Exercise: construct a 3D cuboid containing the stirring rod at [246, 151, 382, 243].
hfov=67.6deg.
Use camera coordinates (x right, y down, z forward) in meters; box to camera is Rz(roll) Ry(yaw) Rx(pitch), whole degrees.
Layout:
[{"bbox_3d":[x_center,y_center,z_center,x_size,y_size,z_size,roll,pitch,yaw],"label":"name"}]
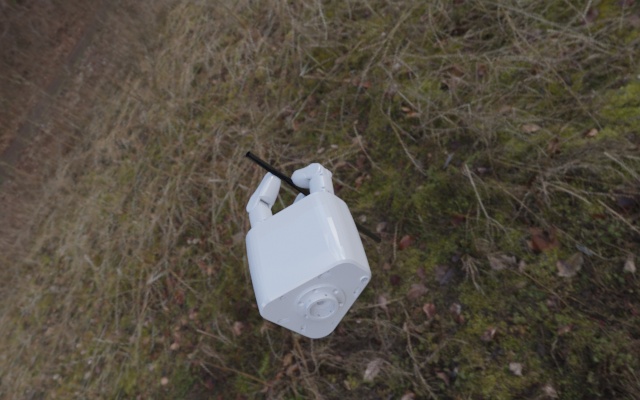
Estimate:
[{"bbox_3d":[0.000,0.002,0.616,0.240,0.011,0.011,33,-20,-33],"label":"stirring rod"}]
